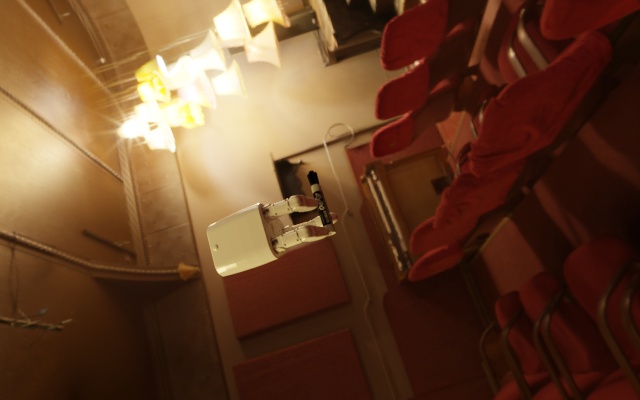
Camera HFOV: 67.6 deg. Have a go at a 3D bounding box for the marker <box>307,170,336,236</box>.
[{"bbox_3d":[0.000,0.003,0.833,0.020,0.121,0.020,-16,-18,-5],"label":"marker"}]
